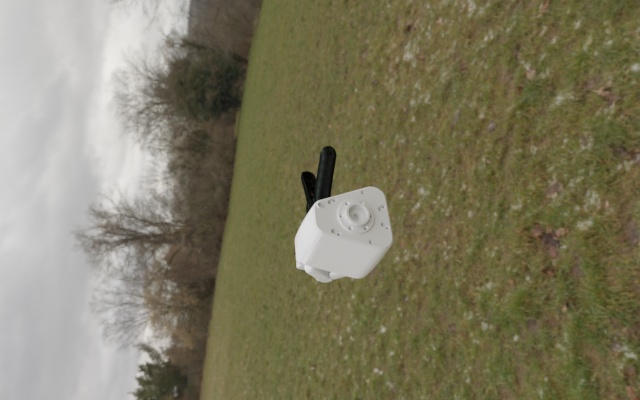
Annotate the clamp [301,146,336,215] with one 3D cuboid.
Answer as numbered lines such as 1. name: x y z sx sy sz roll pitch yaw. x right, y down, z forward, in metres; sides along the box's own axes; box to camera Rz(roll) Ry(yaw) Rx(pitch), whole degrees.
1. clamp: 0.000 0.003 0.750 0.039 0.171 0.120 1 -27 -15
